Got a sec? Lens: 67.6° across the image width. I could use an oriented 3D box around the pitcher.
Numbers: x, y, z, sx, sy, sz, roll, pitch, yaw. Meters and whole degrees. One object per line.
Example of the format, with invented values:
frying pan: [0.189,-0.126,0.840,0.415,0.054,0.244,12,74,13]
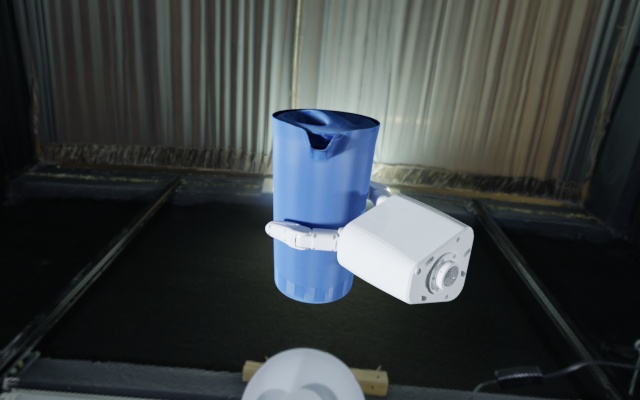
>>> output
pitcher: [0.000,0.002,0.634,0.149,0.243,0.145,-13,27,-40]
